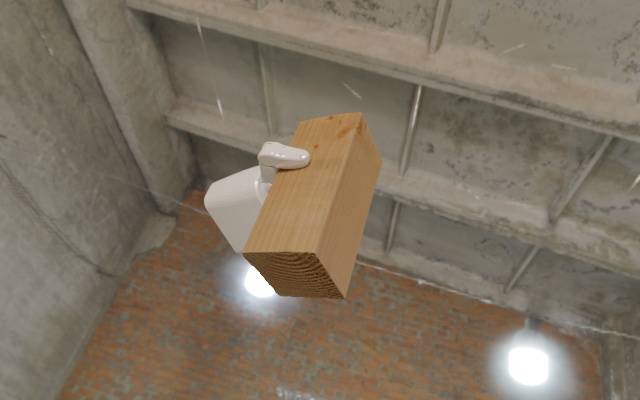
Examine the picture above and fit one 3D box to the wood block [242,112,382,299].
[{"bbox_3d":[0.000,0.002,0.562,0.090,0.206,0.091,-3,-41,28],"label":"wood block"}]
